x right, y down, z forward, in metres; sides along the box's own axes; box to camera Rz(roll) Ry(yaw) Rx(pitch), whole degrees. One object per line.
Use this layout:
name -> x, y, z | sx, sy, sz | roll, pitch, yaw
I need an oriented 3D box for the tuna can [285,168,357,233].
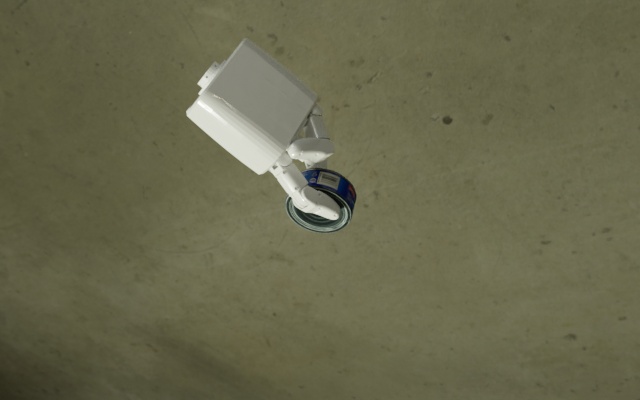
tuna can -> 0.000, 0.002, 0.594 | 0.086, 0.033, 0.086 | 8, -43, 8
